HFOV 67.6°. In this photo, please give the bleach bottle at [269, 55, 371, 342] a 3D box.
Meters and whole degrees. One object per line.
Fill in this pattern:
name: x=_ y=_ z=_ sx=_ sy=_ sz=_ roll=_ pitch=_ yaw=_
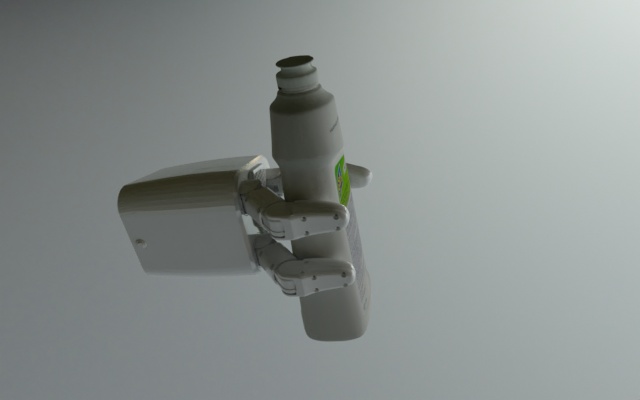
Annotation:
bleach bottle: x=0.000 y=0.001 z=0.414 sx=0.068 sy=0.251 sz=0.102 roll=-5 pitch=31 yaw=8
